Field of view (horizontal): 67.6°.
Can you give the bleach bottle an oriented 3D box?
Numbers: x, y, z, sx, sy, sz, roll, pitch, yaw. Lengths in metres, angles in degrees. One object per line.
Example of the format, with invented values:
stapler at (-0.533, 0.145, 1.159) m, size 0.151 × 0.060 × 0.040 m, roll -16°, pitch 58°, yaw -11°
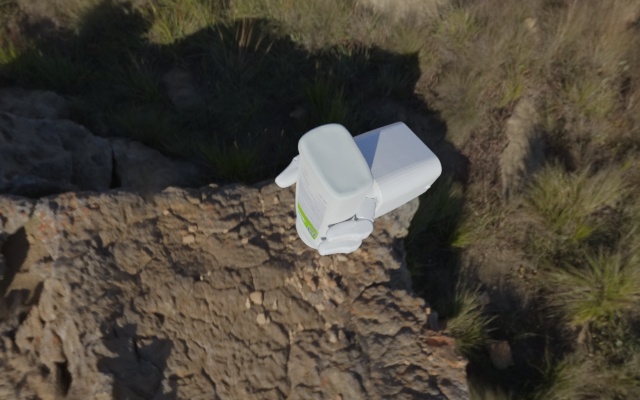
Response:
bleach bottle at (0.000, 0.002, 0.664) m, size 0.068 × 0.102 × 0.251 m, roll -24°, pitch -17°, yaw -19°
